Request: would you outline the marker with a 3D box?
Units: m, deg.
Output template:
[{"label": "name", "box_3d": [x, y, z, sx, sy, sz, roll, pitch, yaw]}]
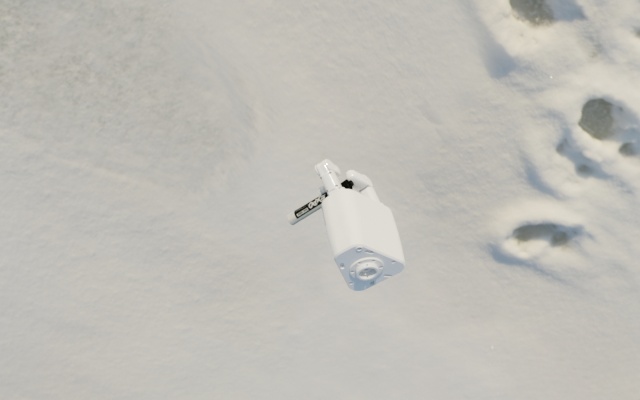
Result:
[{"label": "marker", "box_3d": [0.000, 0.002, 0.742, 0.121, 0.020, 0.020, -31, -12, 20]}]
